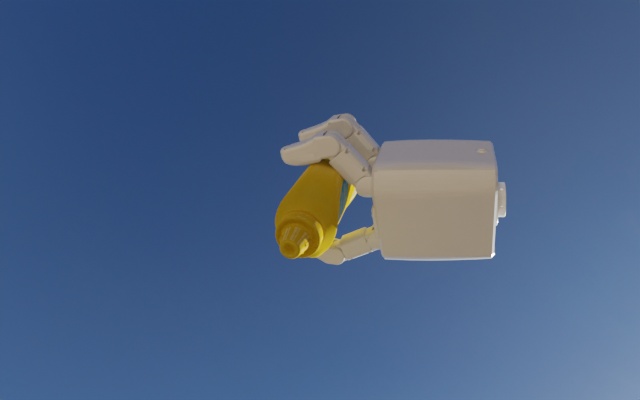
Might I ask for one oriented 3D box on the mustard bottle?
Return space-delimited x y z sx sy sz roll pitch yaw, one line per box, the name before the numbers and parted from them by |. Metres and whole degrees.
mustard bottle | 0.000 0.001 0.474 0.058 0.096 0.191 21 29 6
